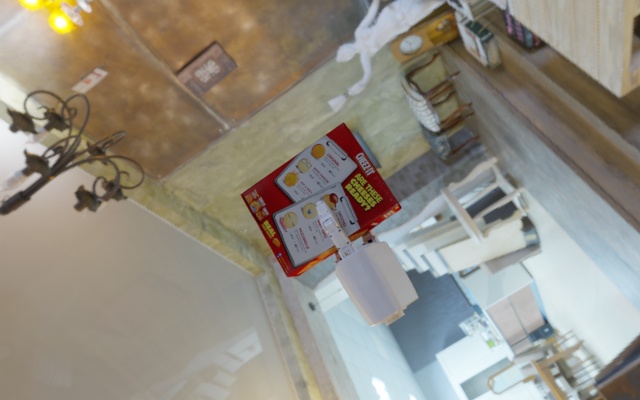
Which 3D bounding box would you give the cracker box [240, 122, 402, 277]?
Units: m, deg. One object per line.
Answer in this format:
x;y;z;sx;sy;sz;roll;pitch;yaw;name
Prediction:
0.000;0.003;0.792;0.214;0.164;0.072;-34;-14;9;cracker box
